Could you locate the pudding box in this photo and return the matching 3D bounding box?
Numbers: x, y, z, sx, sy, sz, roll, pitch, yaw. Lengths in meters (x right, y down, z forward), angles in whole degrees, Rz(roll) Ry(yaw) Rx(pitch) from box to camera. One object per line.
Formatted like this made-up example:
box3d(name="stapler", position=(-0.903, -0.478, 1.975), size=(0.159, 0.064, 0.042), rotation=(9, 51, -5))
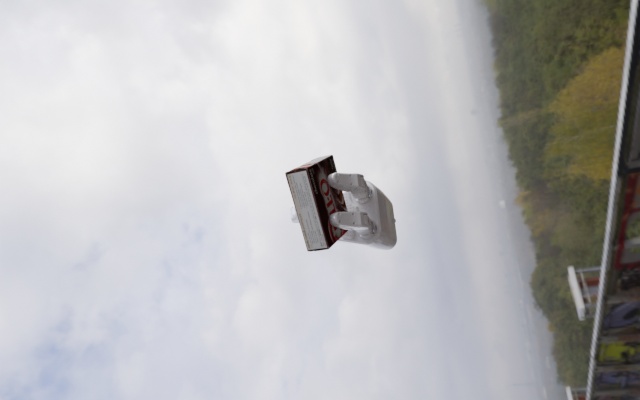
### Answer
box3d(name="pudding box", position=(0.000, 0.002, 0.651), size=(0.039, 0.113, 0.090), rotation=(-13, 10, 25))
